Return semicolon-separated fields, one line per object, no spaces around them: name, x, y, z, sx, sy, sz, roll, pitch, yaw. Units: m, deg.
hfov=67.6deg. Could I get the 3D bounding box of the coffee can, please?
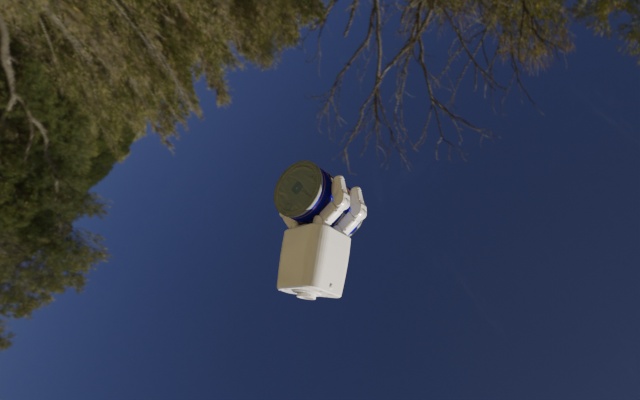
coffee can;0.000;0.003;0.856;0.103;0.102;0.140;0;-20;39
